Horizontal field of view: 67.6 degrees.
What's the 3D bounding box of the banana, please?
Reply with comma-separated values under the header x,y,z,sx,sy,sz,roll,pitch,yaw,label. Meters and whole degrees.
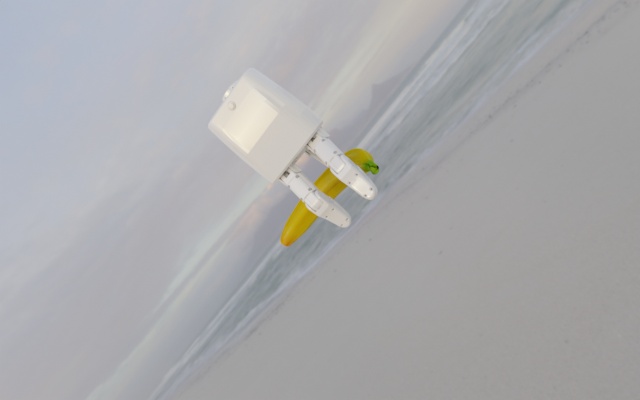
x,y,z,sx,sy,sz,roll,pitch,yaw,label
0.007,-0.011,0.622,0.198,0.037,0.069,-43,13,39,banana
